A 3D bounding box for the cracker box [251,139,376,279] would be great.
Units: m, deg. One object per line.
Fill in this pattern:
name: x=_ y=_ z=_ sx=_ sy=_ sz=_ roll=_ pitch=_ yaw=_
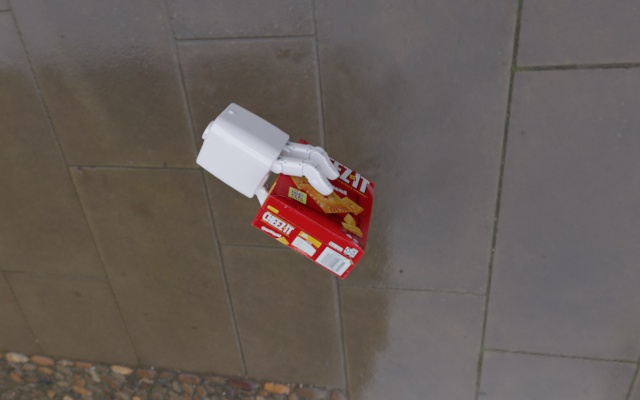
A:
cracker box: x=0.000 y=0.003 z=0.775 sx=0.164 sy=0.072 sz=0.213 roll=32 pitch=31 yaw=-8
